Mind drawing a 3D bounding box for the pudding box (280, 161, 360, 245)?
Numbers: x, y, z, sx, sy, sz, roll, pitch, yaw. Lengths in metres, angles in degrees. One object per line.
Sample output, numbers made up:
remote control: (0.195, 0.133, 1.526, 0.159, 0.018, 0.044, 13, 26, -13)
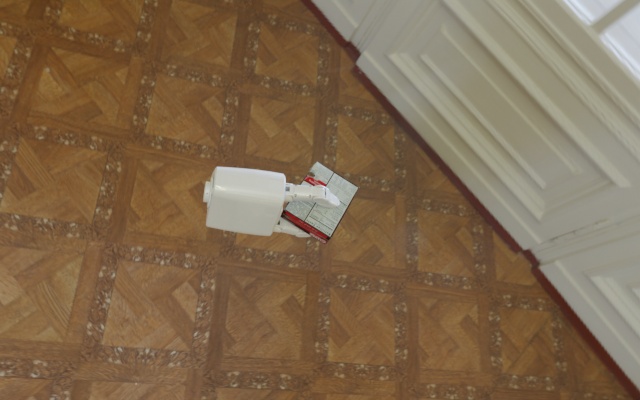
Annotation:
pudding box: (0.000, 0.002, 0.788, 0.090, 0.113, 0.039, 33, -26, -2)
